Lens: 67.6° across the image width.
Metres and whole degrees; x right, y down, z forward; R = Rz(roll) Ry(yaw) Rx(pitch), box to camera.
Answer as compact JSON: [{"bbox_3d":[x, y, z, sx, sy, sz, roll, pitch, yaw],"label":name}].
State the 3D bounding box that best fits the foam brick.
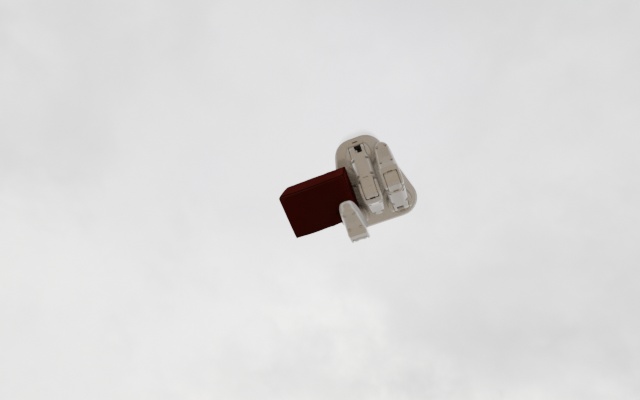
[{"bbox_3d":[0.000,0.002,0.552,0.078,0.053,0.051,-19,13,8],"label":"foam brick"}]
